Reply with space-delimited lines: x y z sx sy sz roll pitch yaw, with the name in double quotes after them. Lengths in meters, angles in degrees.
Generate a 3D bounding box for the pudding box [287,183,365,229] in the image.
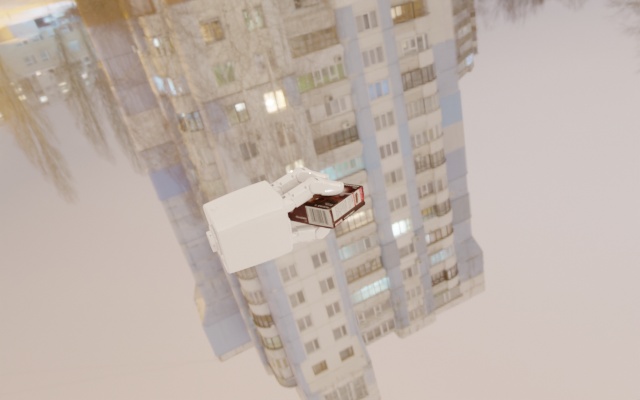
0.000 0.003 0.758 0.113 0.039 0.090 12 33 37 "pudding box"
